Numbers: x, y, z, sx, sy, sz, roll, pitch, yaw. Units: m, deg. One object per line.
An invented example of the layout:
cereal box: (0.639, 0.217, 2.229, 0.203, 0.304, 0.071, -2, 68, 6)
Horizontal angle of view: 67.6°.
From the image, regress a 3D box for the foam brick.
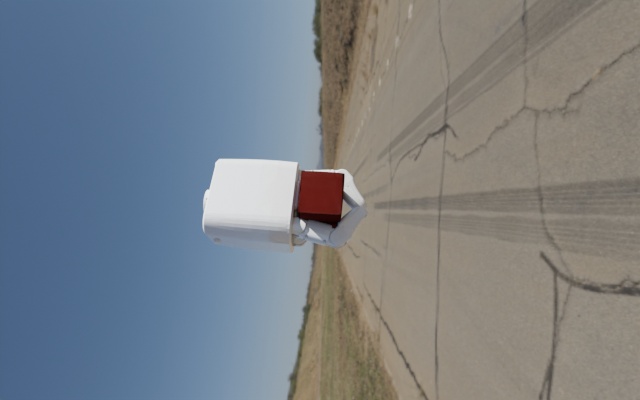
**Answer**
foam brick: (0.000, 0.002, 0.579, 0.051, 0.053, 0.078, 5, -17, 0)
